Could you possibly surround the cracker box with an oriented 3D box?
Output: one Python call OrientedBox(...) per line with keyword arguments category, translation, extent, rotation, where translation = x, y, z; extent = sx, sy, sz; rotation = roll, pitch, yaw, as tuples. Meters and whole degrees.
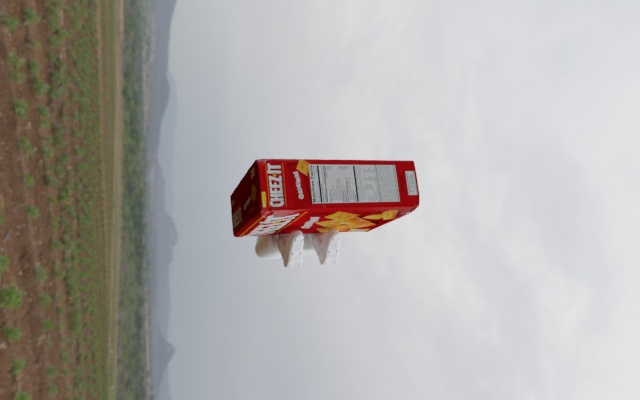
OrientedBox(category="cracker box", translation=(0.000, 0.002, 0.645), extent=(0.214, 0.072, 0.164), rotation=(-2, -14, -22))
